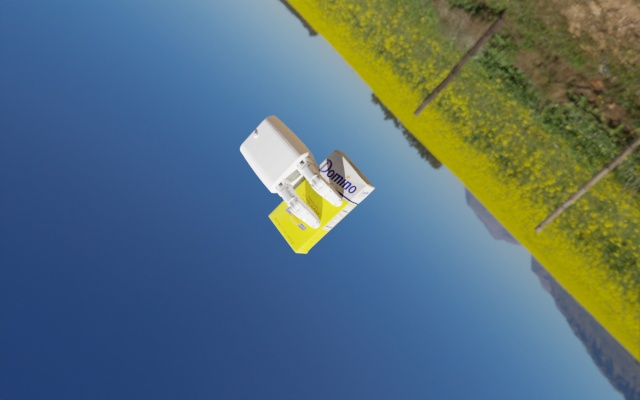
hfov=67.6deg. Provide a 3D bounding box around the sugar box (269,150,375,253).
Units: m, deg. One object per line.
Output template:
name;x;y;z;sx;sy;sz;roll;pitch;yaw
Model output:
sugar box;0.000;0.003;0.848;0.176;0.093;0.048;-46;-23;14
